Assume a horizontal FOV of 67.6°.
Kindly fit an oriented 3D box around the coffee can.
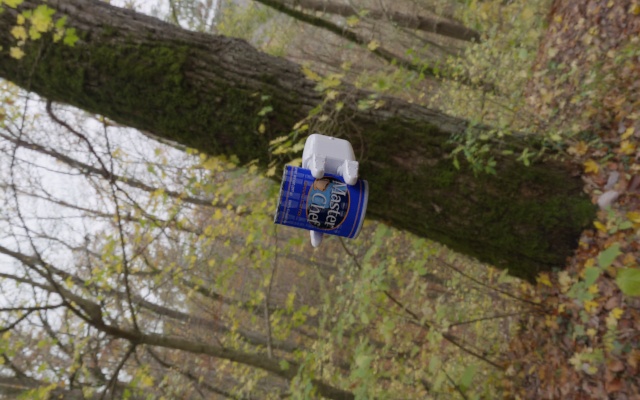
[{"bbox_3d":[0.000,0.003,0.804,0.140,0.103,0.103,11,-1,-6],"label":"coffee can"}]
